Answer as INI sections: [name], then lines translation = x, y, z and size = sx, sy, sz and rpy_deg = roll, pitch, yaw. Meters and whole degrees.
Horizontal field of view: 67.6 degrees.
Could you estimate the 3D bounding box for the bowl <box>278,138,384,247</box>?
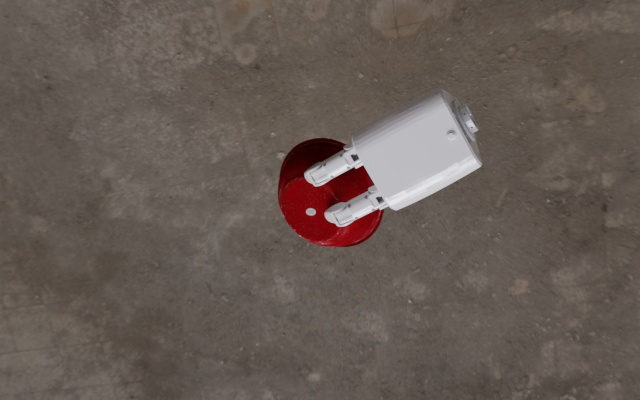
[bowl]
translation = -0.001, 0.003, 0.634
size = 0.162, 0.162, 0.055
rpy_deg = 0, 24, 31
